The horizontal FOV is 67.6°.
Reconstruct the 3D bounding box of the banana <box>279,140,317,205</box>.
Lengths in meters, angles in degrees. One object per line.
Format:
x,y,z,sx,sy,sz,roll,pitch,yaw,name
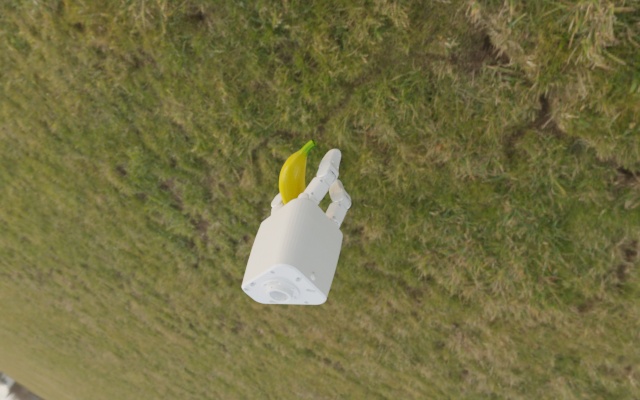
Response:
-0.019,0.003,0.707,0.069,0.198,0.037,-10,42,6,banana
